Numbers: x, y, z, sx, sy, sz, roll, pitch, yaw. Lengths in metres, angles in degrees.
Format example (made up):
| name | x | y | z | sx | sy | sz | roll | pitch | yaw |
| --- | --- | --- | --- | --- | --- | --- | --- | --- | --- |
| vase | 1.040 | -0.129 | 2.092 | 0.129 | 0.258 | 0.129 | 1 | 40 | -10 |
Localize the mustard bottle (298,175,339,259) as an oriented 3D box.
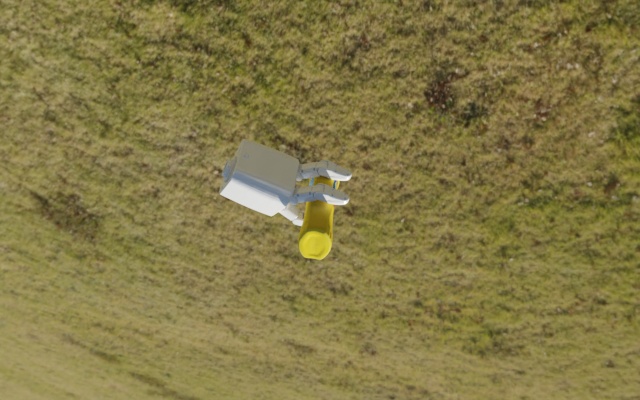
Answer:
| name | x | y | z | sx | sy | sz | roll | pitch | yaw |
| --- | --- | --- | --- | --- | --- | --- | --- | --- | --- |
| mustard bottle | 0.000 | 0.003 | 0.861 | 0.058 | 0.191 | 0.096 | 7 | -38 | 2 |
